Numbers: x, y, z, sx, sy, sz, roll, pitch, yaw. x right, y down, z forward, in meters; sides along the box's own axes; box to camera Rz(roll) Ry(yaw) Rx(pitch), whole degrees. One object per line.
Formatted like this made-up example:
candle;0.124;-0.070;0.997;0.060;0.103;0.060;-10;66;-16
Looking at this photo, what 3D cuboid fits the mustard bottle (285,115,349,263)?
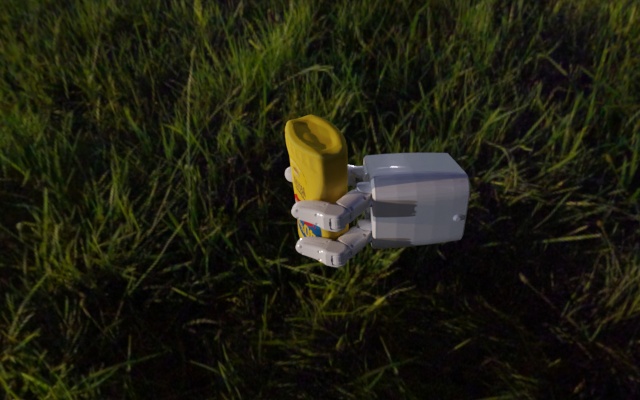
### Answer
mustard bottle;0.000;0.002;0.570;0.058;0.192;0.096;-20;41;-18
